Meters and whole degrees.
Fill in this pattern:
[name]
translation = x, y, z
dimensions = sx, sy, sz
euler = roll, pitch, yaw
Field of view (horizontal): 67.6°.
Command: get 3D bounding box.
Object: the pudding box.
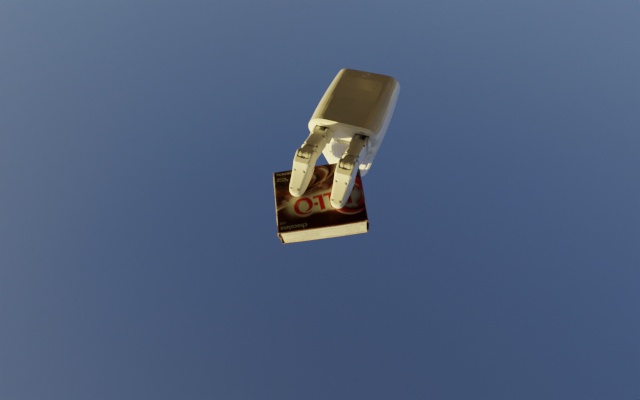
[pudding box]
translation = 0.000, 0.002, 0.605
dimensions = 0.113, 0.090, 0.039
euler = -10, -31, 4
